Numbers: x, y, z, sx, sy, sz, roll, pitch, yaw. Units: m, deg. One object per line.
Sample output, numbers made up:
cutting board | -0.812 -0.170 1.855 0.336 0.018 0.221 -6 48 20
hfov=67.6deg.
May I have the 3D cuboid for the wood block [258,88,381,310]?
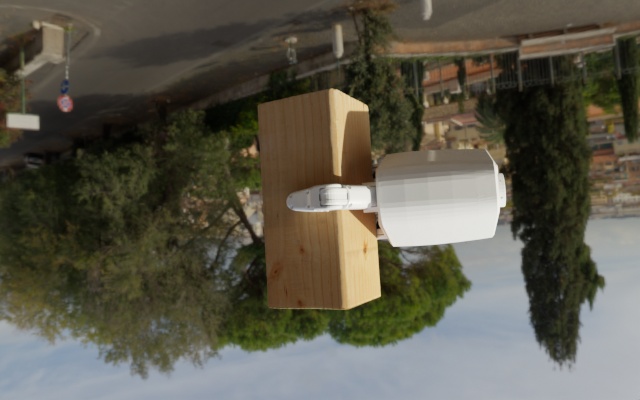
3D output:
wood block | 0.000 0.002 0.497 0.090 0.206 0.091 -5 -4 28
